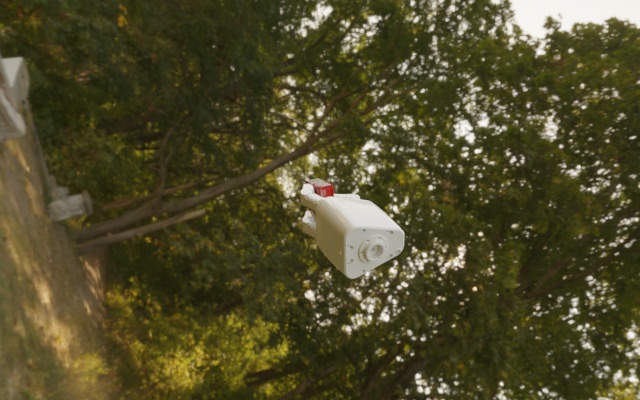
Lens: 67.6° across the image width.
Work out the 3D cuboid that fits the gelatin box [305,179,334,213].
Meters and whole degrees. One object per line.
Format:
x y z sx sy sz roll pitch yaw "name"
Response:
0.000 0.003 0.876 0.030 0.073 0.089 -10 13 -16 "gelatin box"
